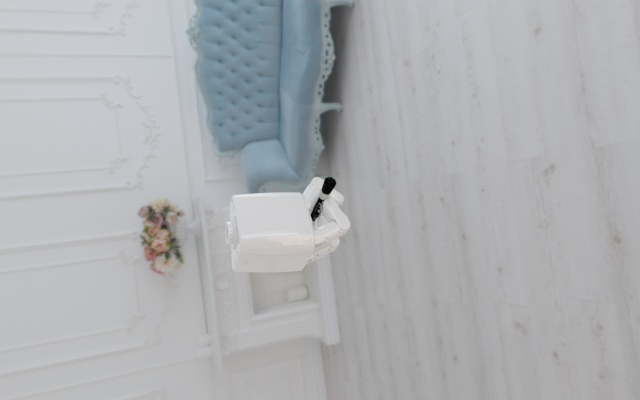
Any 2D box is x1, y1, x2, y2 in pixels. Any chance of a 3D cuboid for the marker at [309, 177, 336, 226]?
[{"bbox_3d":[0.000,0.002,0.743,0.020,0.020,0.121,0,-32,-18],"label":"marker"}]
